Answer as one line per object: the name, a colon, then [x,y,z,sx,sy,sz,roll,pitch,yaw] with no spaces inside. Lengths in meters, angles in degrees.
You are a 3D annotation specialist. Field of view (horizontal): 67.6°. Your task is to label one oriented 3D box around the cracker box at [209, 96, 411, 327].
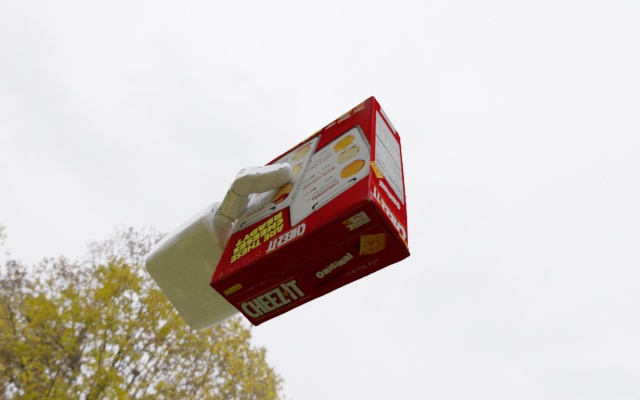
cracker box: [0.000,0.001,0.471,0.164,0.072,0.213,-29,25,23]
